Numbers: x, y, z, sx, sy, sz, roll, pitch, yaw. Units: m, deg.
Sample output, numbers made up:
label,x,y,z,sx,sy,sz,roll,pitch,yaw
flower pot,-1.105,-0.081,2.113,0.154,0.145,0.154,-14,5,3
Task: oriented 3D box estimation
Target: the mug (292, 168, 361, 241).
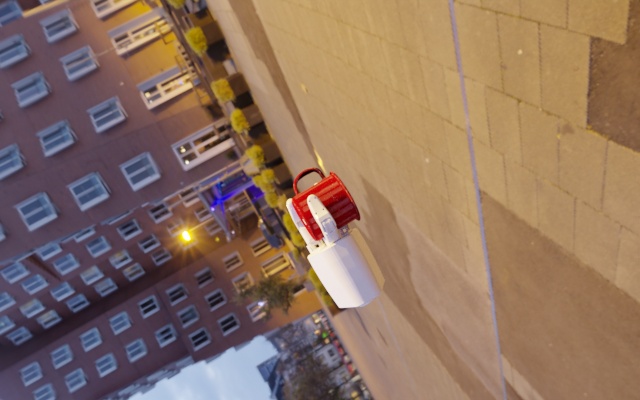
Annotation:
label,x,y,z,sx,sy,sz,roll,pitch,yaw
mug,-0.001,0.001,0.774,0.081,0.117,0.093,-31,-4,-7
